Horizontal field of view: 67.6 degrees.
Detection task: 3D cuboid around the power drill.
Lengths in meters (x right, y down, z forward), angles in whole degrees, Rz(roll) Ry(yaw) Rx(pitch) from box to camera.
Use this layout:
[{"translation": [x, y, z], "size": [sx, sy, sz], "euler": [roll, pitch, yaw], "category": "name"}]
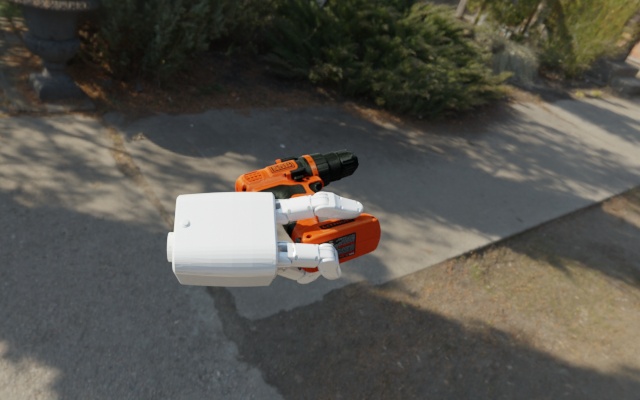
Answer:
[{"translation": [0.000, 0.002, 0.626], "size": [0.184, 0.057, 0.187], "euler": [-18, 39, -18], "category": "power drill"}]
